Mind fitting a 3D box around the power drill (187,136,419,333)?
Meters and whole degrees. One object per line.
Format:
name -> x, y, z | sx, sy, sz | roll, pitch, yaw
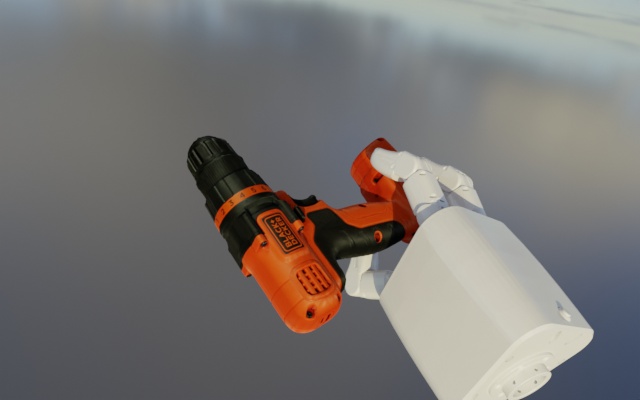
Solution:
power drill -> 0.001, 0.001, 0.411 | 0.187, 0.184, 0.057 | -20, -26, -36
